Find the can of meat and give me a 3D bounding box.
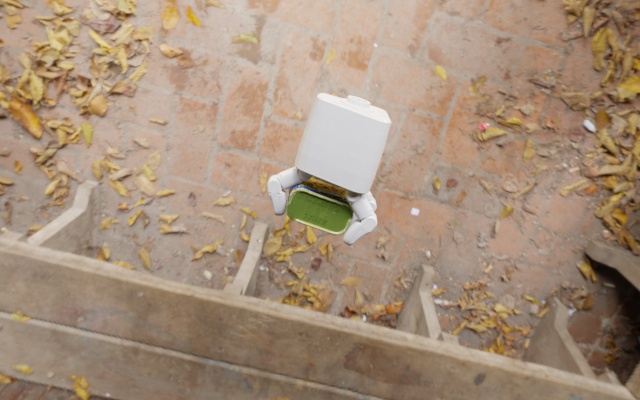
[{"bbox_3d":[0.000,0.002,0.716,0.102,0.057,0.084,19,21,-5],"label":"can of meat"}]
